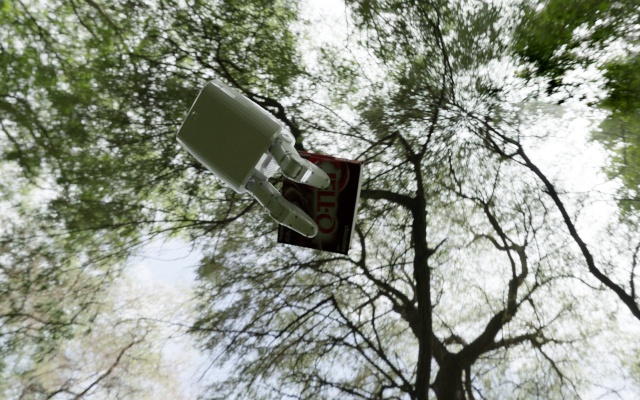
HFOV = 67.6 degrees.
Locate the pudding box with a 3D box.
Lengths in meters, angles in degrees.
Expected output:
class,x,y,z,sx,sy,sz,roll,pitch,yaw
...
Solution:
class,x,y,z,sx,sy,sz,roll,pitch,yaw
pudding box,0.000,0.002,0.573,0.090,0.113,0.039,9,14,12
